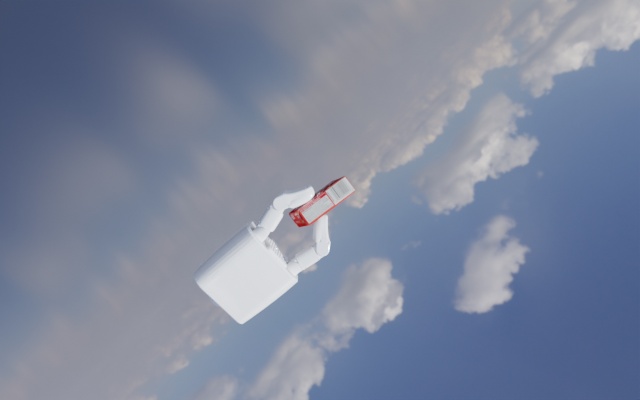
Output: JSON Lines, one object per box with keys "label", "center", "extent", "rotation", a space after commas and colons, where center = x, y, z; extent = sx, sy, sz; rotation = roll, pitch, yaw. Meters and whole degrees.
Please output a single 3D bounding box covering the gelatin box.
{"label": "gelatin box", "center": [0.001, 0.002, 0.701], "extent": [0.089, 0.030, 0.073], "rotation": [-36, 5, -12]}
